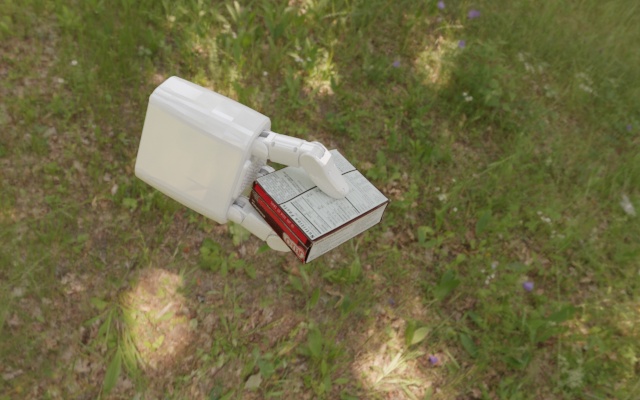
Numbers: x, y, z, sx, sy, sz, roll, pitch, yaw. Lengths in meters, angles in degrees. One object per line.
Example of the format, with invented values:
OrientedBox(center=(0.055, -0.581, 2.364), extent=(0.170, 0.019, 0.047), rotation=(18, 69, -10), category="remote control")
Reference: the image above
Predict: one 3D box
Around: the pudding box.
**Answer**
OrientedBox(center=(0.000, 0.001, 0.475), extent=(0.113, 0.090, 0.039), rotation=(-26, -29, -35), category="pudding box")
